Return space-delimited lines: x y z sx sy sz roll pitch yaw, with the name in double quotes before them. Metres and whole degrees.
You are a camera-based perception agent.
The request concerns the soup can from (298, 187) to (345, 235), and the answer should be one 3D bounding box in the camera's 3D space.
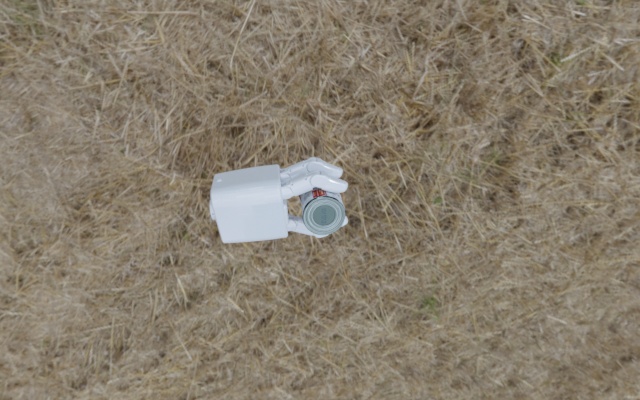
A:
"soup can" 0.001 0.003 0.765 0.068 0.068 0.102 0 25 -7
